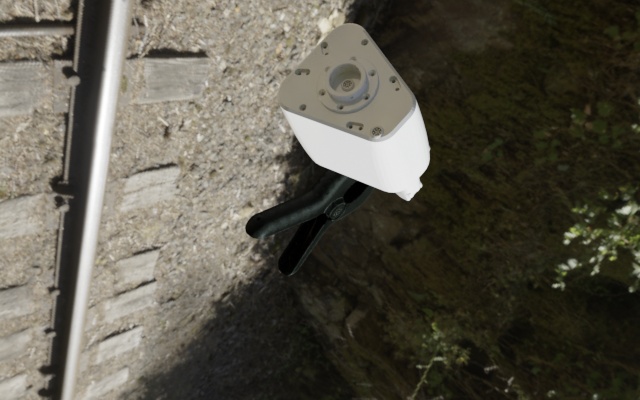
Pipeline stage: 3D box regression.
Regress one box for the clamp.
[{"bbox_3d":[0.001,0.002,0.489,0.039,0.171,0.120,42,-2,23],"label":"clamp"}]
